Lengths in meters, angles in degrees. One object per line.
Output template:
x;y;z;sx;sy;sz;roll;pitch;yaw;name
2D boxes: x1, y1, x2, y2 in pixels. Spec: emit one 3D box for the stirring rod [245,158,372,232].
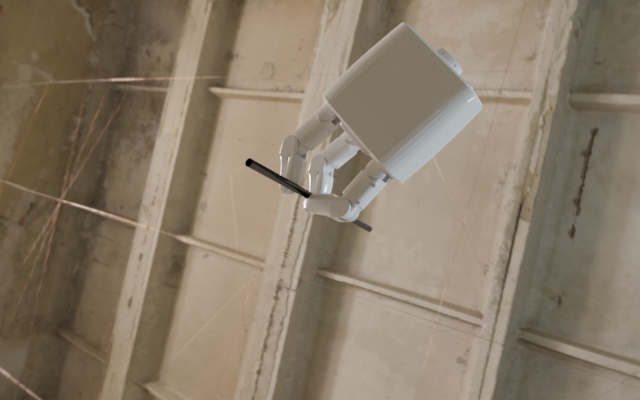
0.000;0.002;0.511;0.011;0.011;0.239;0;-17;33;stirring rod
